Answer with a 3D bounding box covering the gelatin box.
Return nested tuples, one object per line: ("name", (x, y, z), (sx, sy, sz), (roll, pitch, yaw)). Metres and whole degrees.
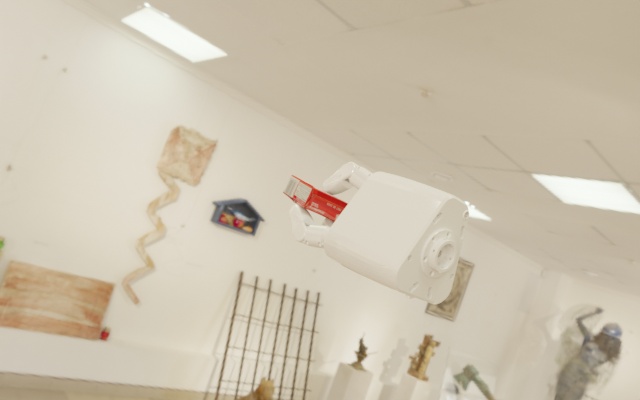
("gelatin box", (0.000, 0.002, 0.612), (0.073, 0.030, 0.089), (26, 3, -25))
